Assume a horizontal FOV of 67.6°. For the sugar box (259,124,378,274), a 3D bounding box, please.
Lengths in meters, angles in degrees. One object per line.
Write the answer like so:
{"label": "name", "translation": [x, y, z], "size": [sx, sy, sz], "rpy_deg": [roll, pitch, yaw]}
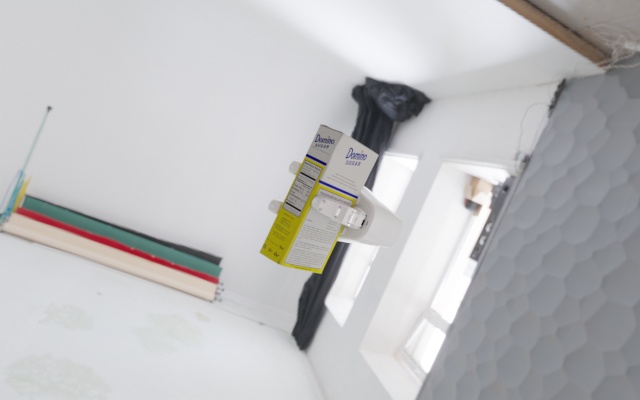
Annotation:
{"label": "sugar box", "translation": [0.000, 0.002, 0.605], "size": [0.048, 0.176, 0.093], "rpy_deg": [26, 2, 37]}
